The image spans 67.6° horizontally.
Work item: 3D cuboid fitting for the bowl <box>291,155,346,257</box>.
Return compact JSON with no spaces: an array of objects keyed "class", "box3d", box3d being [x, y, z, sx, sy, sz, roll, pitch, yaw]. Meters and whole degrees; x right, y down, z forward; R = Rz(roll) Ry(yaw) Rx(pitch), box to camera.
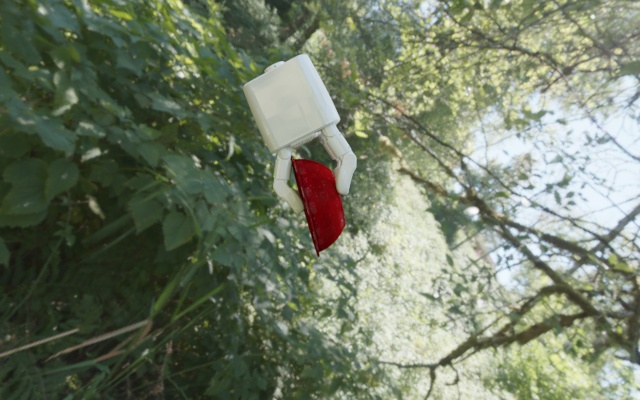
[{"class":"bowl","box3d":[0.001,0.004,0.731,0.055,0.162,0.162,-15,1,-4]}]
